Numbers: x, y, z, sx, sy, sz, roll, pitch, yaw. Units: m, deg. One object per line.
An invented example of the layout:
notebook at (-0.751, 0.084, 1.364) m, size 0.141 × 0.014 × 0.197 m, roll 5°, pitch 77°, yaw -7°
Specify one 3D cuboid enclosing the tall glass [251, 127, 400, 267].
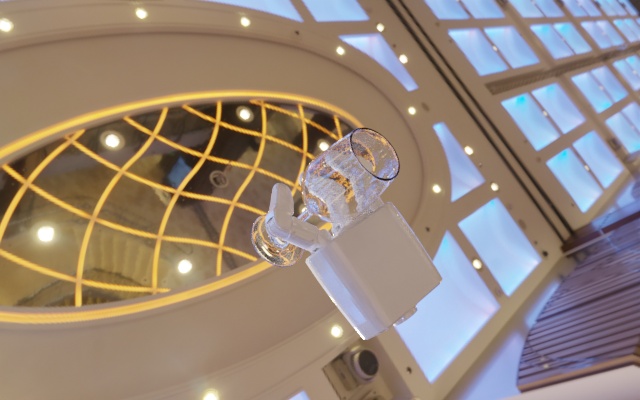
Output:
tall glass at (0.000, 0.002, 0.532) m, size 0.079 × 0.079 × 0.201 m, roll 0°, pitch -29°, yaw -38°
